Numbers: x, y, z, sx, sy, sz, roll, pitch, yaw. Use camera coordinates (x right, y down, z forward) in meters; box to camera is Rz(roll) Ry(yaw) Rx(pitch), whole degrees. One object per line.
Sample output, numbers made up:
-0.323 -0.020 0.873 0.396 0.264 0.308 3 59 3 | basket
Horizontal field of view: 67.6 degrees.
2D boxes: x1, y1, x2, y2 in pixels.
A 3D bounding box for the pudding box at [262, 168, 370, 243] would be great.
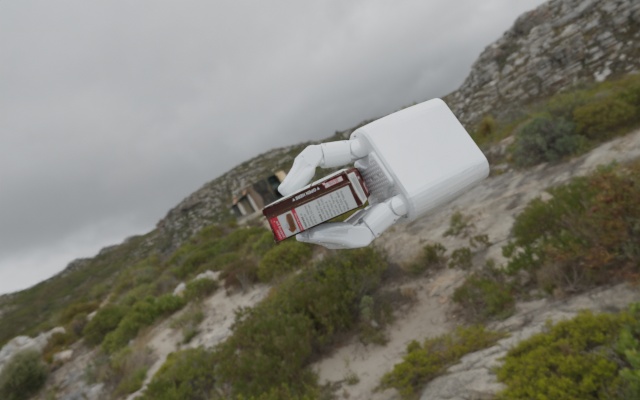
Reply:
0.000 0.001 0.481 0.090 0.039 0.113 -25 -1 11 | pudding box
